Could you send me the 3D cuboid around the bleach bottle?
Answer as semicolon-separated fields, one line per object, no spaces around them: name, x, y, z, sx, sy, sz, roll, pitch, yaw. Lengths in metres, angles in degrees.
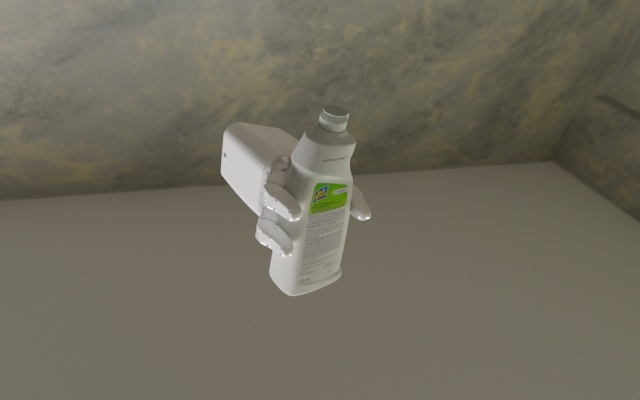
bleach bottle;0.000;0.002;0.593;0.102;0.251;0.068;-17;44;-37
